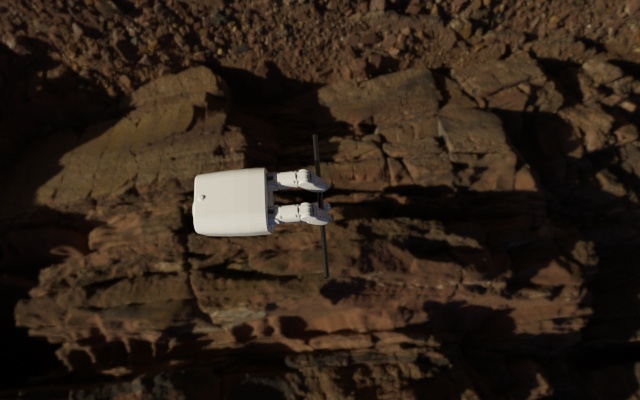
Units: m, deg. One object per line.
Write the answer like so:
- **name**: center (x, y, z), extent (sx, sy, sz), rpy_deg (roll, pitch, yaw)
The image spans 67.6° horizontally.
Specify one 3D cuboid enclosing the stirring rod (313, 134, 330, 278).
- **stirring rod**: center (0.000, 0.002, 0.741), extent (0.011, 0.239, 0.011), rpy_deg (-4, -24, -2)
